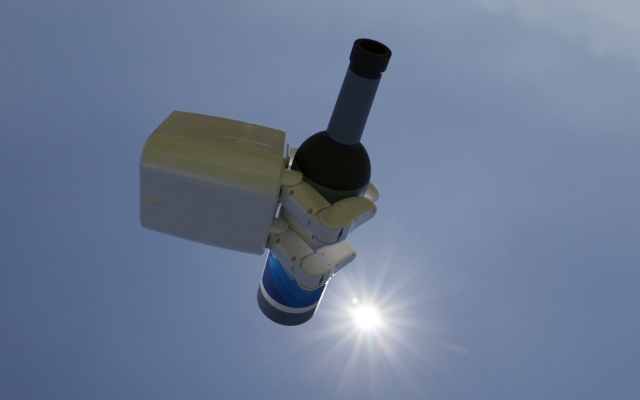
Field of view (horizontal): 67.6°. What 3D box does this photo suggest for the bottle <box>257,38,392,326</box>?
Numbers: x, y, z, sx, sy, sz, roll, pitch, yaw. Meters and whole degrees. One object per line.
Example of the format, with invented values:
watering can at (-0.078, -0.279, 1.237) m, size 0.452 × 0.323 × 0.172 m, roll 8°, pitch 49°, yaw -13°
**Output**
bottle at (0.000, 0.002, 0.421) m, size 0.069 × 0.296 × 0.069 m, roll 11°, pitch 41°, yaw -9°
